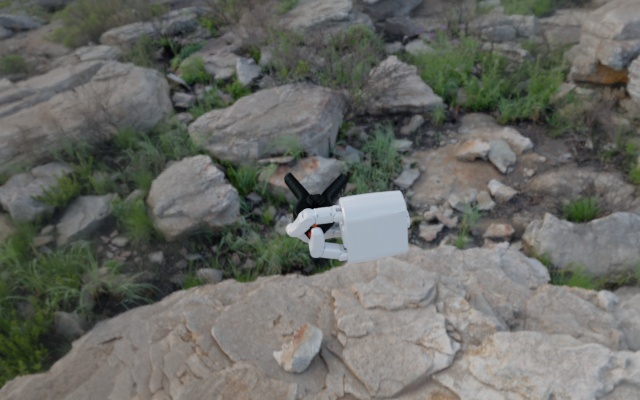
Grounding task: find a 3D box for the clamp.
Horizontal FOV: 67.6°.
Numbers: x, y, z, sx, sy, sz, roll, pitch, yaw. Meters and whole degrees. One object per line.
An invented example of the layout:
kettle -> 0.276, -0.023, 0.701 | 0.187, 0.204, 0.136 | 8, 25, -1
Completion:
clamp -> 0.000, 0.003, 0.868 | 0.120, 0.039, 0.171 | -9, 45, -2
